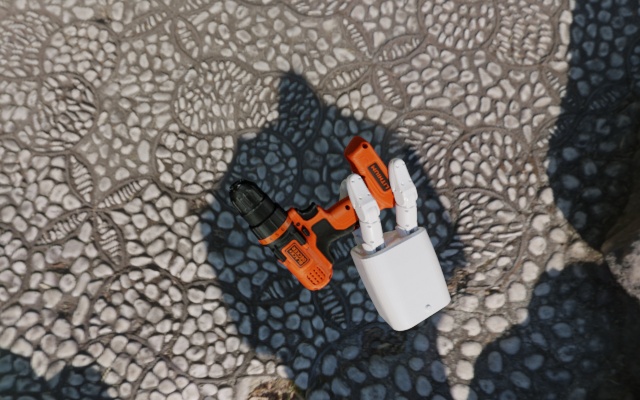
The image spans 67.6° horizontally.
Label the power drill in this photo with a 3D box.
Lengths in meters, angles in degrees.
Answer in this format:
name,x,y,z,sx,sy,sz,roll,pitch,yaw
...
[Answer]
name,x,y,z,sx,sy,sz,roll,pitch,yaw
power drill,0.001,0.002,0.624,0.187,0.184,0.057,-39,23,0
